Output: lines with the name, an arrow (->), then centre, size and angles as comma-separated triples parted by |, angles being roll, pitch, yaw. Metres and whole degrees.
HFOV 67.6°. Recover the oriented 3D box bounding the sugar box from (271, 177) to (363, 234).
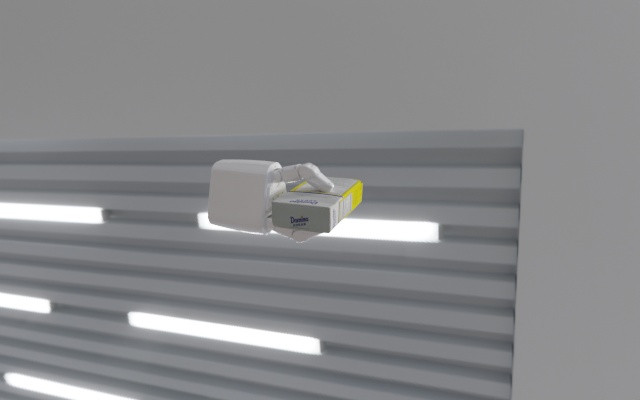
sugar box -> 0.000, 0.003, 0.759 | 0.093, 0.048, 0.176 | 6, 19, 19
